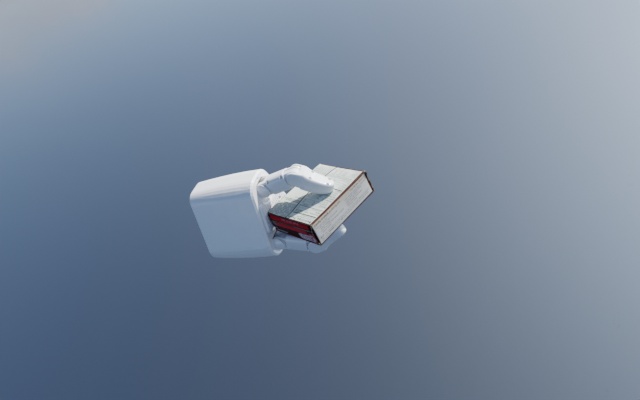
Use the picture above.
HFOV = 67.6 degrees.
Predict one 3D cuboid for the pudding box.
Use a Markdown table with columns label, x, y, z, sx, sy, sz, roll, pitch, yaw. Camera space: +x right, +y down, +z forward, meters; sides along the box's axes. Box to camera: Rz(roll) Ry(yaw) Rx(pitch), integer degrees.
| label | x | y | z | sx | sy | sz | roll | pitch | yaw |
| --- | --- | --- | --- | --- | --- | --- | --- | --- | --- |
| pudding box | 0.000 | 0.002 | 0.621 | 0.090 | 0.039 | 0.113 | 15 | 52 | 46 |
